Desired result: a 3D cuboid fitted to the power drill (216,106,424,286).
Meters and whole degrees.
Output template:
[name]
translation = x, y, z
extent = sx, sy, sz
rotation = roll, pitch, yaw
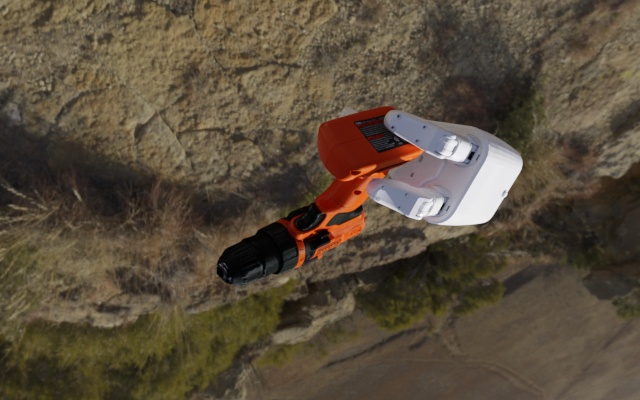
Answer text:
[power drill]
translation = 0.000, 0.001, 0.451
extent = 0.184, 0.057, 0.188
rotation = -23, -20, -39
